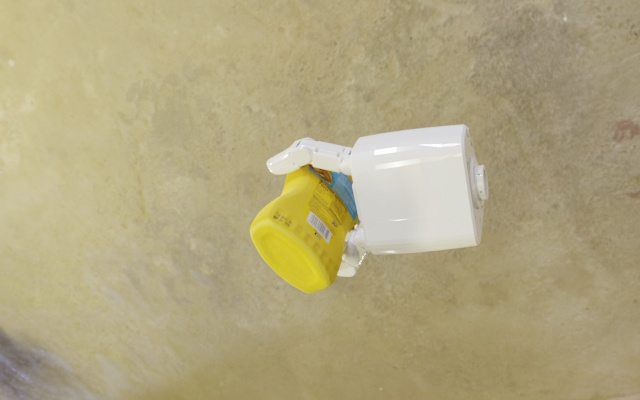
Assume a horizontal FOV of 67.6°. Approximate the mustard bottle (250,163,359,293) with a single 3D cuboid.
[{"bbox_3d":[0.000,0.002,0.520,0.058,0.096,0.191,-31,20,36],"label":"mustard bottle"}]
